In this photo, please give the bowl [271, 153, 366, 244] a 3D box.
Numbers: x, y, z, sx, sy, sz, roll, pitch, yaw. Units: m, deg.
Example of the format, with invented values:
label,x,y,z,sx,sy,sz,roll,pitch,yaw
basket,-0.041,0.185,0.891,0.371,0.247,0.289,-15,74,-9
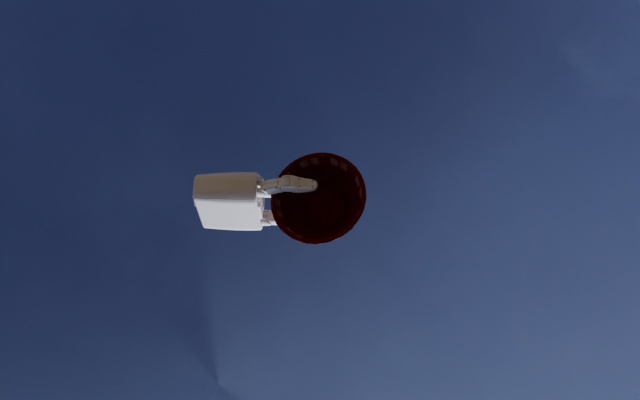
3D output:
label,x,y,z,sx,sy,sz,roll,pitch,yaw
bowl,0.001,0.003,0.807,0.162,0.162,0.055,0,-21,13
